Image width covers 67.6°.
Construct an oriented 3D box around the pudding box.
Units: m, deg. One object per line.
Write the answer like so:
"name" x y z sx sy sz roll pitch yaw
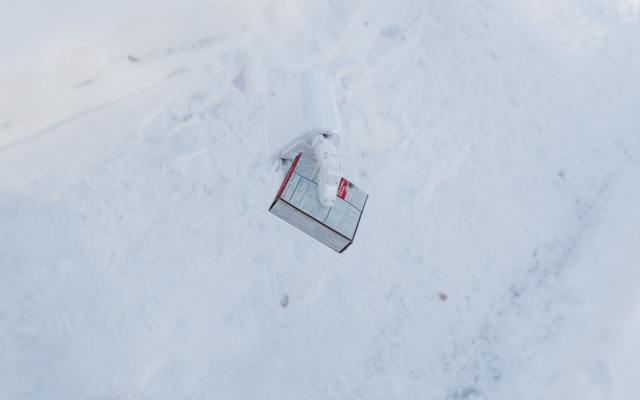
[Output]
"pudding box" 0.000 0.002 0.621 0.113 0.090 0.039 30 -39 -9
